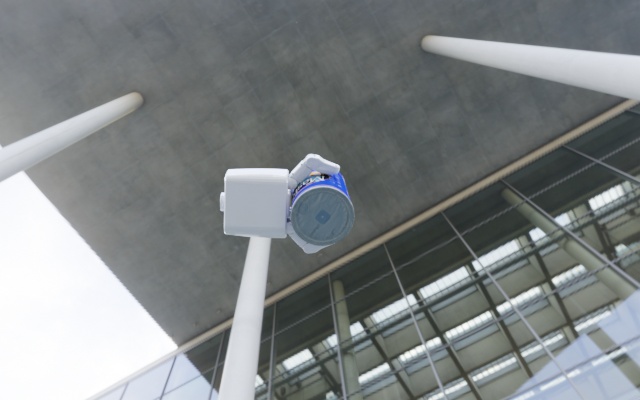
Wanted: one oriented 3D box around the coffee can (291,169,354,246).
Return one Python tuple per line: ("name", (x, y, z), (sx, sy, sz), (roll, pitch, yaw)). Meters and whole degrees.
("coffee can", (0.000, 0.003, 0.829), (0.103, 0.103, 0.140), (0, 20, -3))
